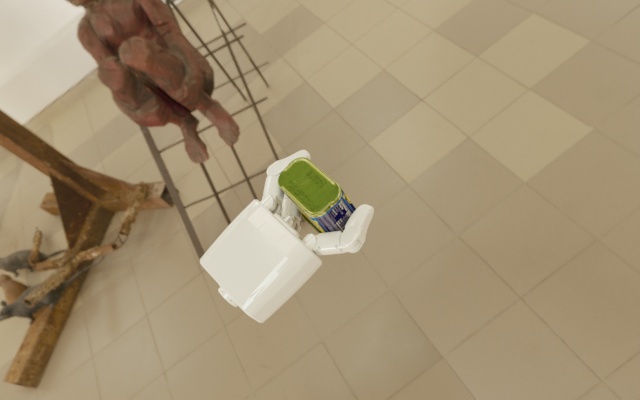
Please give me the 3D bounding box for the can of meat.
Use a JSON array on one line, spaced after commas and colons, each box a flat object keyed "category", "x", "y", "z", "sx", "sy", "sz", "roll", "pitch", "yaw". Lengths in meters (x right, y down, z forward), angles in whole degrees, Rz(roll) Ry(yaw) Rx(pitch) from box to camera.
[{"category": "can of meat", "x": 0.000, "y": 0.002, "z": 0.604, "sx": 0.102, "sy": 0.057, "sz": 0.084, "roll": 42, "pitch": -6, "yaw": 40}]
